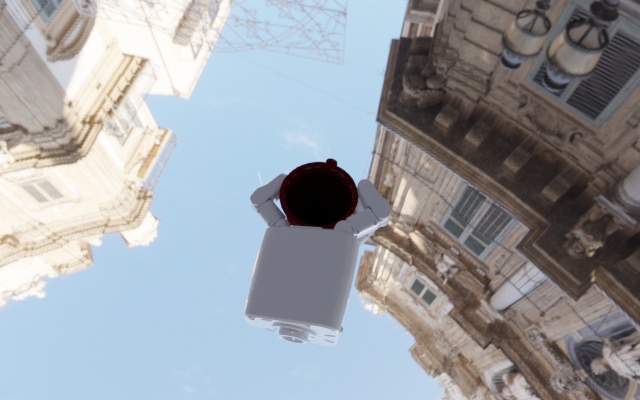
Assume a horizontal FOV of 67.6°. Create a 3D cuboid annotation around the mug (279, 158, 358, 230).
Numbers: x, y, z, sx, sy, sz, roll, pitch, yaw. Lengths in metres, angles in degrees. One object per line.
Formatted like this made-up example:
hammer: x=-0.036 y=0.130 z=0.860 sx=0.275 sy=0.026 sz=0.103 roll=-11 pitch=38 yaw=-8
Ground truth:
mug: x=0.000 y=0.001 z=0.600 sx=0.093 sy=0.117 sz=0.081 roll=11 pitch=-28 yaw=5
